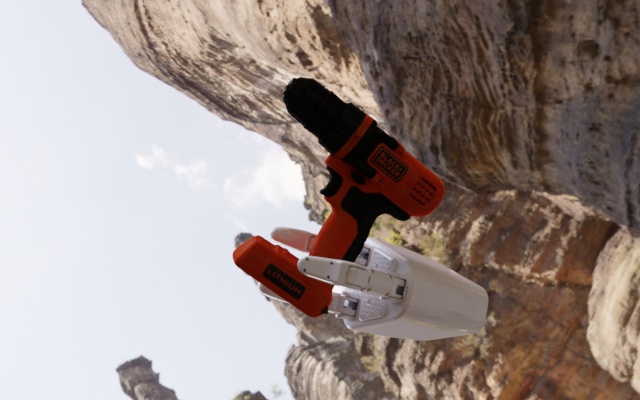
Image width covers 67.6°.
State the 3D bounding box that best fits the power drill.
[{"bbox_3d":[0.000,0.002,0.459,0.184,0.187,0.057,38,4,-7],"label":"power drill"}]
